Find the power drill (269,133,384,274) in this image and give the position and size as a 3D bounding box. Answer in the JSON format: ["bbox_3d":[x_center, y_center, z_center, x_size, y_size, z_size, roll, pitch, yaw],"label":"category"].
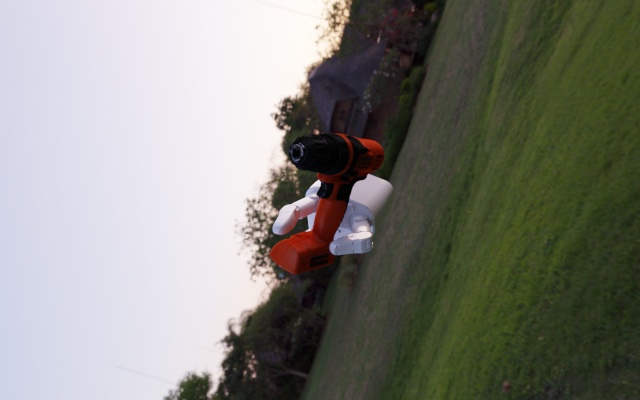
[{"bbox_3d":[0.000,0.002,0.620,0.057,0.188,0.184,35,22,29],"label":"power drill"}]
